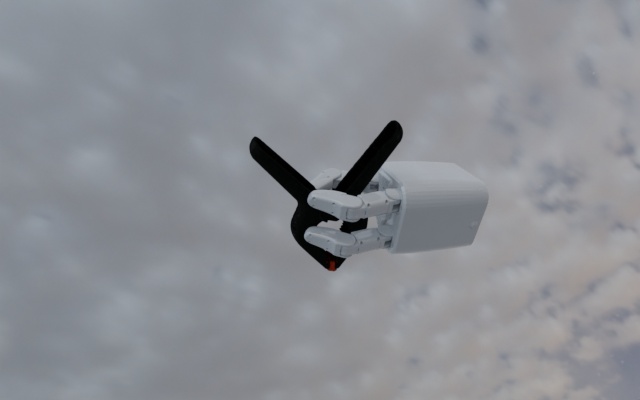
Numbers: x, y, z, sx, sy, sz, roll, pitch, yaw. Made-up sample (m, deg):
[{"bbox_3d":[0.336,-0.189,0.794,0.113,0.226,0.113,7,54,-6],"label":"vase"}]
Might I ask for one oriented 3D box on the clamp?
[{"bbox_3d":[0.000,0.002,0.559,0.164,0.210,0.036,-2,38,-10],"label":"clamp"}]
